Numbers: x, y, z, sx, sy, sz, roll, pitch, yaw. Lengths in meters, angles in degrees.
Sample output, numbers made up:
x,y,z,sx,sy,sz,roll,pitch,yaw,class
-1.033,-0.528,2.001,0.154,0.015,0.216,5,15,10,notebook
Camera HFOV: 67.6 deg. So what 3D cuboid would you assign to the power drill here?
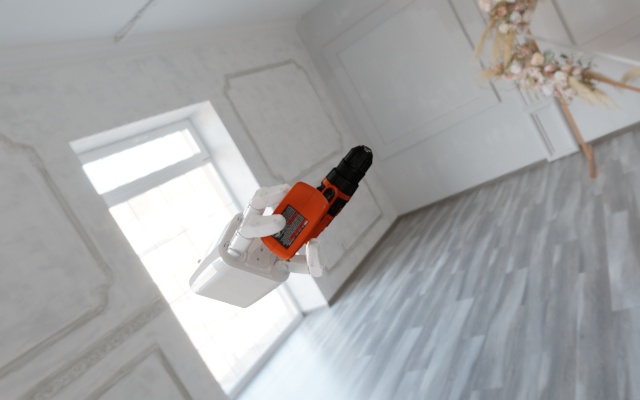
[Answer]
x,y,z,sx,sy,sz,roll,pitch,yaw,class
0.000,0.002,0.679,0.057,0.184,0.187,38,17,10,power drill
